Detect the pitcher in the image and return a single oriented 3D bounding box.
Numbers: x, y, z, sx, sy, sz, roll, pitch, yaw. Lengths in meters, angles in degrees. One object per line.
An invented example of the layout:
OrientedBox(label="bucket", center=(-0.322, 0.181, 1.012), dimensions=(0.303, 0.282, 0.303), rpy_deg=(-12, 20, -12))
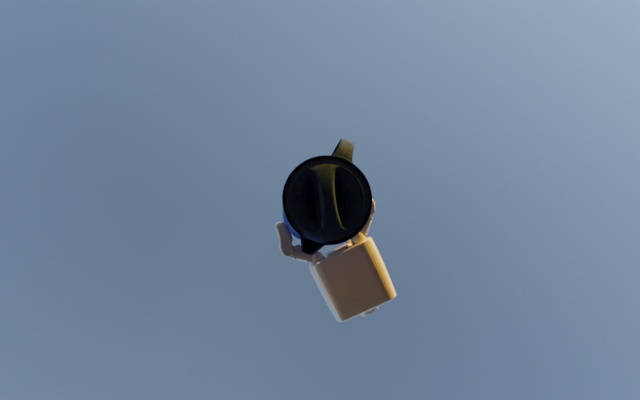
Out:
OrientedBox(label="pitcher", center=(0.000, 0.003, 0.808), dimensions=(0.149, 0.145, 0.243), rpy_deg=(-26, -3, -10))
